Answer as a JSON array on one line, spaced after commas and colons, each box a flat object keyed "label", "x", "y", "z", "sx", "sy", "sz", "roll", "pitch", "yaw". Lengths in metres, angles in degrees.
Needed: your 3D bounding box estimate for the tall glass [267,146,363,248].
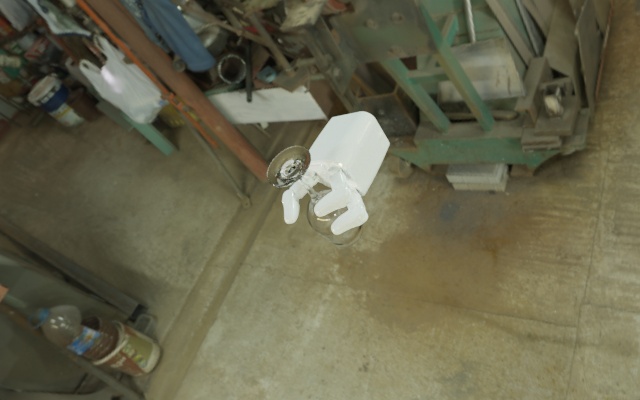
[{"label": "tall glass", "x": 0.000, "y": 0.002, "z": 0.764, "sx": 0.079, "sy": 0.079, "sz": 0.201, "roll": 0, "pitch": -33, "yaw": 34}]
